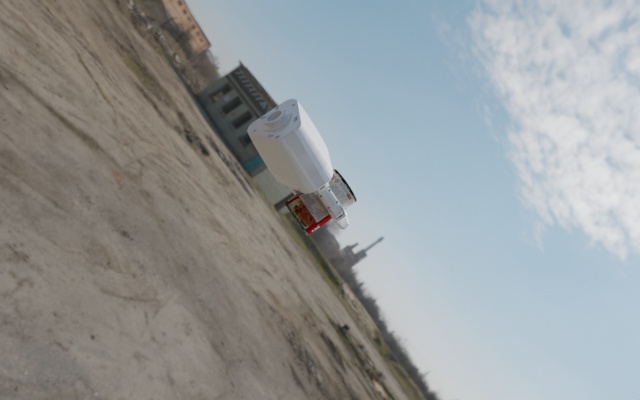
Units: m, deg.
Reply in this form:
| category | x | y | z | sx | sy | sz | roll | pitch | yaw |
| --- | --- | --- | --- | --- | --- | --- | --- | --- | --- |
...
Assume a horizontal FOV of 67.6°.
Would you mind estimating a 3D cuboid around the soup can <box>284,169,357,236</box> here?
| category | x | y | z | sx | sy | sz | roll | pitch | yaw |
| --- | --- | --- | --- | --- | --- | --- | --- | --- | --- |
| soup can | 0.001 | 0.003 | 0.792 | 0.102 | 0.068 | 0.068 | -35 | 2 | -3 |
